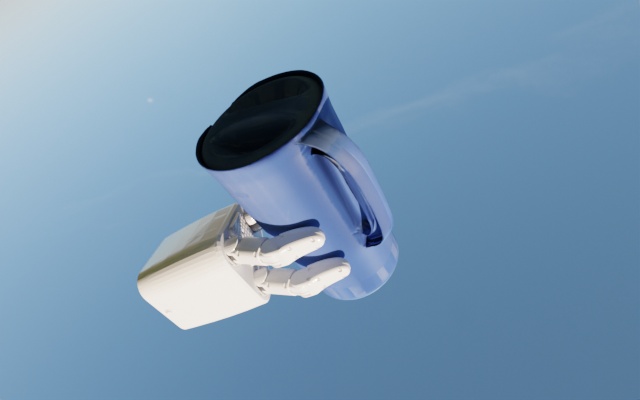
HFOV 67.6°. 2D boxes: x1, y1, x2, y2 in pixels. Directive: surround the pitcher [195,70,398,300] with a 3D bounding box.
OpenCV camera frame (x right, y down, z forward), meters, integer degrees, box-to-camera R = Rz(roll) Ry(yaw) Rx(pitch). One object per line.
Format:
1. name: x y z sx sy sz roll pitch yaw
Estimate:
1. pitcher: 0.000 0.002 0.491 0.145 0.149 0.243 -23 -50 14
